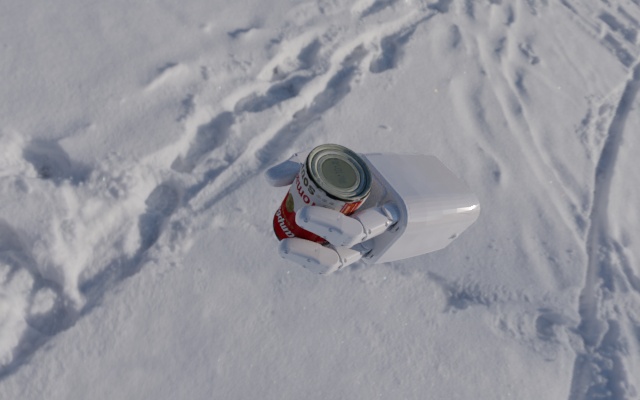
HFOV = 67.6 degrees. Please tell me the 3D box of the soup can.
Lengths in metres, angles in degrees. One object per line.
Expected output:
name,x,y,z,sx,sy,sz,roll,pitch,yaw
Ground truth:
soup can,0.000,0.001,0.471,0.068,0.068,0.102,0,-34,-27
